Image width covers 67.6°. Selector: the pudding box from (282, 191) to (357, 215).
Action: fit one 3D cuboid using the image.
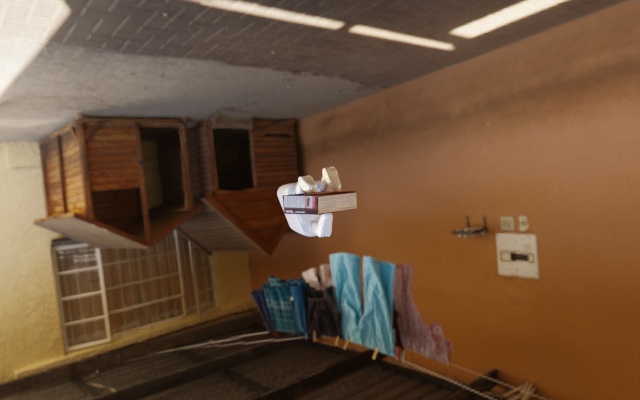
[{"bbox_3d":[0.000,0.003,0.887,0.090,0.039,0.113,0,6,43],"label":"pudding box"}]
